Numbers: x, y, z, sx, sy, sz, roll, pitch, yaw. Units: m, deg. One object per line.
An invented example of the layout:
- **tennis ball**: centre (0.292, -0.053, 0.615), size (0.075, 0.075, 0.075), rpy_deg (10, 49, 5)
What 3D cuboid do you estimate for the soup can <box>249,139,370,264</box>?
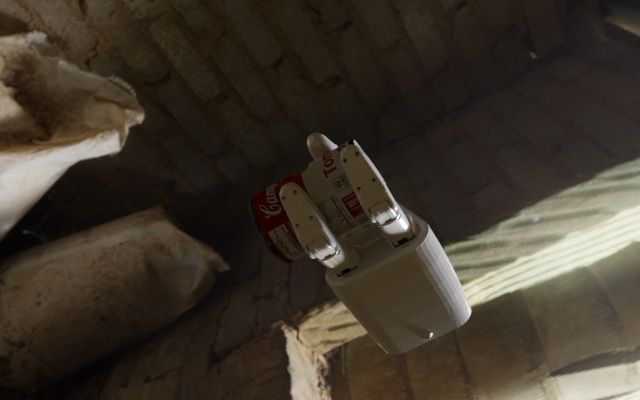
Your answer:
- **soup can**: centre (0.000, 0.001, 0.408), size (0.102, 0.068, 0.068), rpy_deg (-29, -7, 12)
